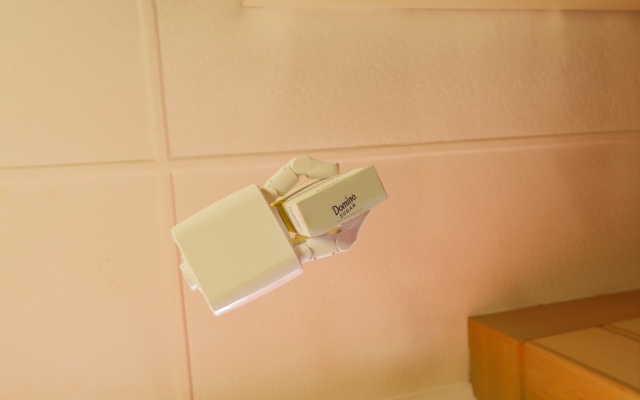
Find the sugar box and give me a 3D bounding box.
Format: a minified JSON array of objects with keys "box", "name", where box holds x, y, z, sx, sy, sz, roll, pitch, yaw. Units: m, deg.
[{"box":[0.000,0.002,0.558,0.093,0.048,0.176,-27,9,-14],"name":"sugar box"}]
